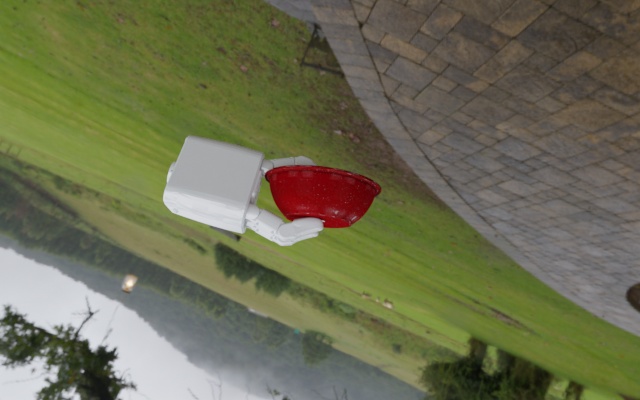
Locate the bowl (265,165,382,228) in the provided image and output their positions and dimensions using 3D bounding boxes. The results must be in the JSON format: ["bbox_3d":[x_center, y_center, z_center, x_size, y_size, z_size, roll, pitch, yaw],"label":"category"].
[{"bbox_3d":[0.001,0.003,0.650,0.162,0.055,0.162,7,-13,2],"label":"bowl"}]
